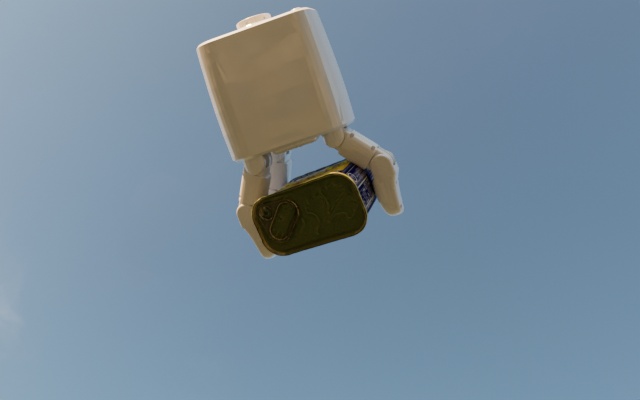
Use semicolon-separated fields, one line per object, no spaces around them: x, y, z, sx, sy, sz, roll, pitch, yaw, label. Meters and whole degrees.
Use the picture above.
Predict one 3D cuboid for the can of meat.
0.000;0.001;0.445;0.102;0.057;0.084;-19;11;22;can of meat
